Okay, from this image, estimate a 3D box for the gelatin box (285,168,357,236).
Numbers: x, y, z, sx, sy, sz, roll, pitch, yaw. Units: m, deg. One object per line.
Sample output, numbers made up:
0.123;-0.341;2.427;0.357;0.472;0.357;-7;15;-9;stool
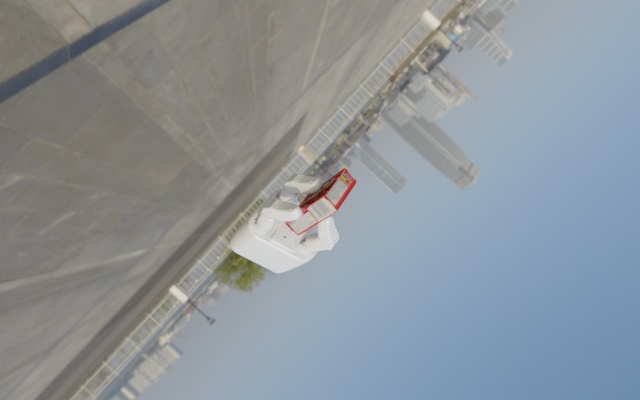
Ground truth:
0.001;0.002;0.655;0.089;0.030;0.073;-34;13;42;gelatin box
